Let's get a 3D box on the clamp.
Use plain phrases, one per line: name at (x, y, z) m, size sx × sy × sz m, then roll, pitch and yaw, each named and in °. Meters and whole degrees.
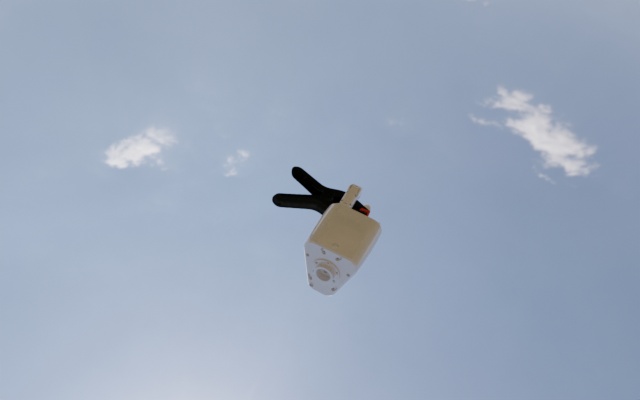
clamp at (0.000, 0.003, 0.848) m, size 0.171 × 0.039 × 0.120 m, roll 25°, pitch 42°, yaw 12°
